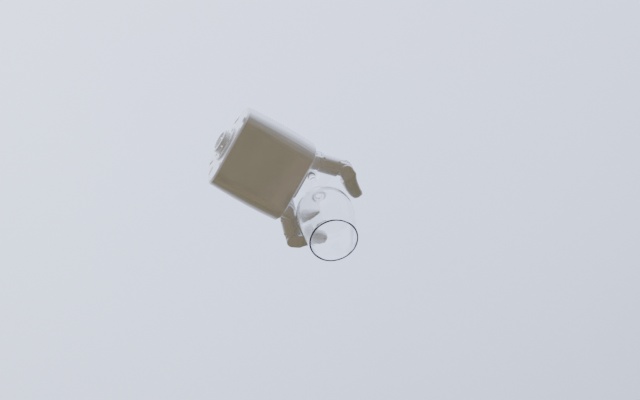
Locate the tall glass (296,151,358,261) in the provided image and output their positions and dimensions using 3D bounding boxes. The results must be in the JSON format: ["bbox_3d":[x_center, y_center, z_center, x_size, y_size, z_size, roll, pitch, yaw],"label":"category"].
[{"bbox_3d":[0.000,0.002,0.670,0.079,0.079,0.201,0,29,-11],"label":"tall glass"}]
